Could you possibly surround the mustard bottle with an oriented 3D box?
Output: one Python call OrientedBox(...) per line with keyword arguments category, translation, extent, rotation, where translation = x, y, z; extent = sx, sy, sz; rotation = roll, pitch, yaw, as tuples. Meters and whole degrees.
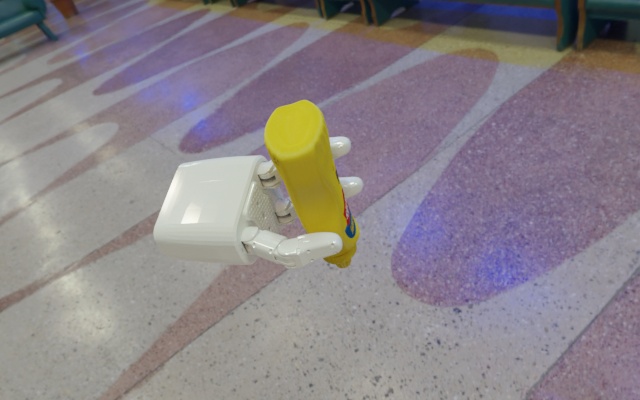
OrientedBox(category="mustard bottle", translation=(0.000, 0.001, 0.489), extent=(0.058, 0.192, 0.096), rotation=(-17, 38, 4))
